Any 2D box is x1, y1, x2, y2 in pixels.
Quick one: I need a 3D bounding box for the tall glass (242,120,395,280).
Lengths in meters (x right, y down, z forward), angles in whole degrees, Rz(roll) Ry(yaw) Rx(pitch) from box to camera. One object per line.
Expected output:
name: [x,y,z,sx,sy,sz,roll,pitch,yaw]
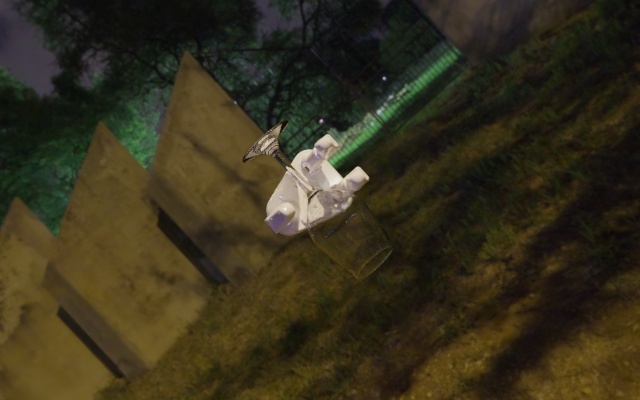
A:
tall glass: [0.000,0.001,0.578,0.079,0.201,0.079,-42,0,0]
